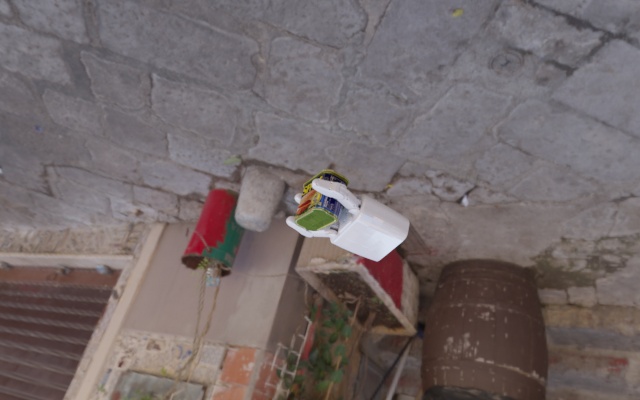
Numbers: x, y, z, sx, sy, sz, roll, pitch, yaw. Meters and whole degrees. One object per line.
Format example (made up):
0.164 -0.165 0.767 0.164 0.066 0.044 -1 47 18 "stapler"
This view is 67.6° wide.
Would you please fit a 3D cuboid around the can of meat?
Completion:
0.000 0.003 0.878 0.057 0.084 0.102 28 -31 -21 "can of meat"
